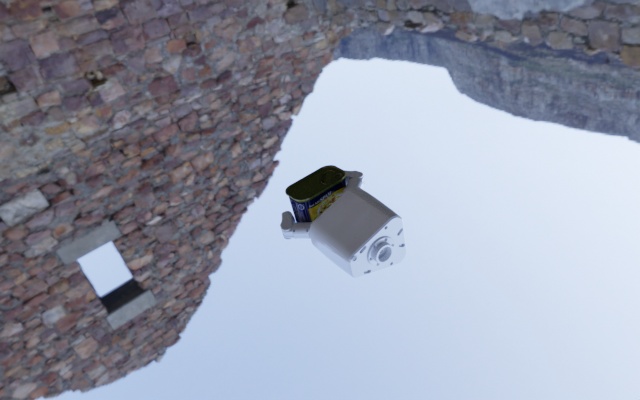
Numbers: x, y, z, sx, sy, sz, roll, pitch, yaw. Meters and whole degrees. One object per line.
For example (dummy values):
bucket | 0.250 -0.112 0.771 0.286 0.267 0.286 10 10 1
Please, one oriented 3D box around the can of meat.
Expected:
can of meat | 0.000 0.003 0.798 0.102 0.084 0.057 -31 38 -24
